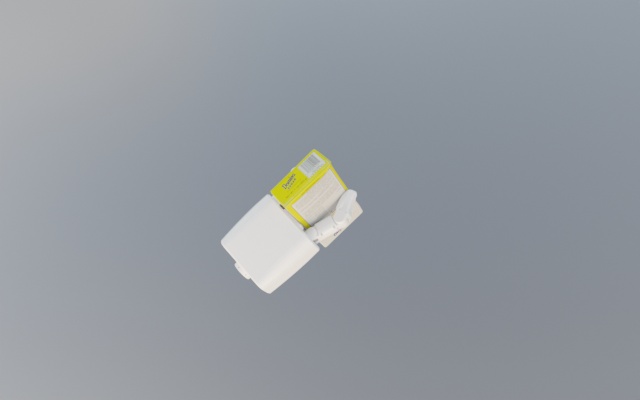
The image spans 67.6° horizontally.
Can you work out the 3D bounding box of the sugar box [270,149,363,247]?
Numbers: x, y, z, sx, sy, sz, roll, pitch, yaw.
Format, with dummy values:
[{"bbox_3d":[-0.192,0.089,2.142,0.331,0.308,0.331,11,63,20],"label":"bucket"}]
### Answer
[{"bbox_3d":[0.000,0.002,0.753,0.048,0.093,0.176,45,-4,29],"label":"sugar box"}]
